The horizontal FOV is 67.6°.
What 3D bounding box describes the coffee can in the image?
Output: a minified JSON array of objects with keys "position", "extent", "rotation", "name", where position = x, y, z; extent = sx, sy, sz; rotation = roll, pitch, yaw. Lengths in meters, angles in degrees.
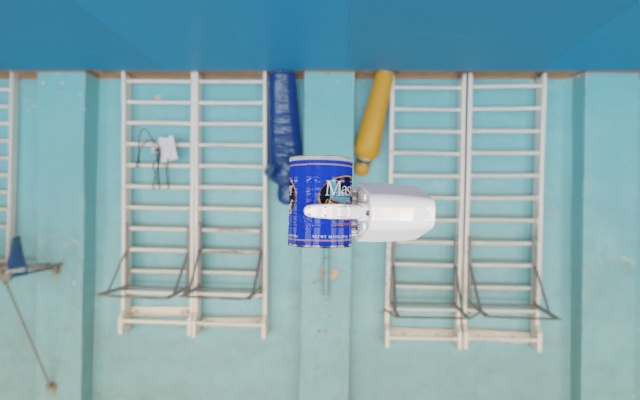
[{"position":[0.000,0.002,0.764],"extent":[0.103,0.140,0.103],"rotation":[1,-1,0],"name":"coffee can"}]
